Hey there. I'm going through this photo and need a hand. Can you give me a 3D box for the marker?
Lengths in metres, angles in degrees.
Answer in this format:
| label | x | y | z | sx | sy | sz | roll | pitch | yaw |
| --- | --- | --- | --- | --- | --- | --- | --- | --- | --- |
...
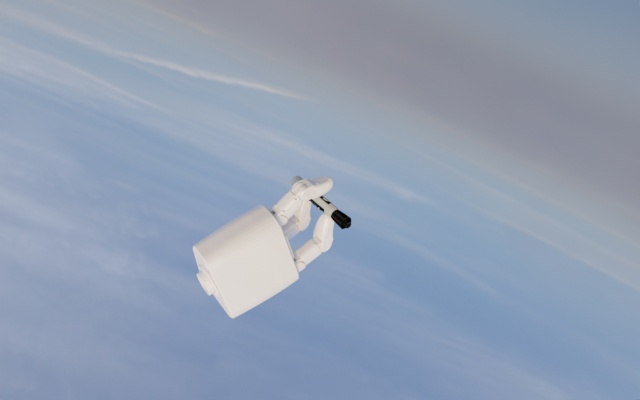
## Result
| label | x | y | z | sx | sy | sz | roll | pitch | yaw |
| --- | --- | --- | --- | --- | --- | --- | --- | --- | --- |
| marker | 0.000 | 0.002 | 0.654 | 0.020 | 0.020 | 0.121 | 0 | 30 | -44 |
